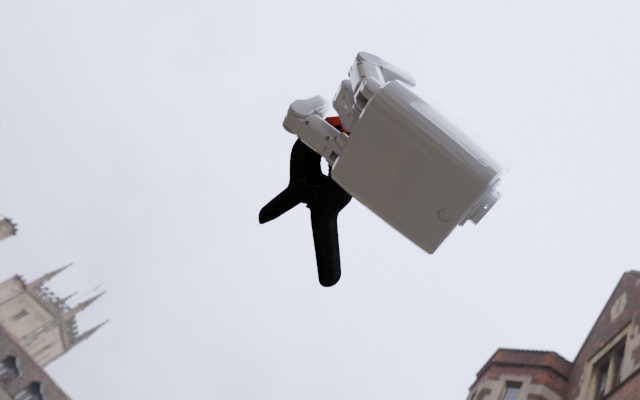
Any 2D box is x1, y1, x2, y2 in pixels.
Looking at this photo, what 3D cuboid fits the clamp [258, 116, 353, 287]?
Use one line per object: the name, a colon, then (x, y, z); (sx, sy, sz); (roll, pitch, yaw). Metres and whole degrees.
clamp: (0.000, 0.001, 0.462); (0.120, 0.172, 0.039); (44, 44, 18)
